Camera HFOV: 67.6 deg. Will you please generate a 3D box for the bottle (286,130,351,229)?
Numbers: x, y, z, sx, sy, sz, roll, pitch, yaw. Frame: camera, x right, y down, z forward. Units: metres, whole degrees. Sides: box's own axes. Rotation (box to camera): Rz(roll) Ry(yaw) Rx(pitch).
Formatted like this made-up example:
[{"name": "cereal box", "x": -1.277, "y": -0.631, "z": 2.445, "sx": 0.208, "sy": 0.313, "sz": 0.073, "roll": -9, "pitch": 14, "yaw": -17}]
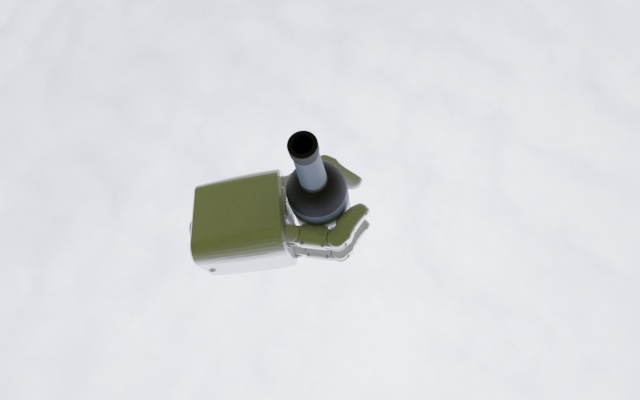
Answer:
[{"name": "bottle", "x": 0.000, "y": 0.002, "z": 0.545, "sx": 0.069, "sy": 0.069, "sz": 0.296, "roll": 0, "pitch": -20, "yaw": 7}]
